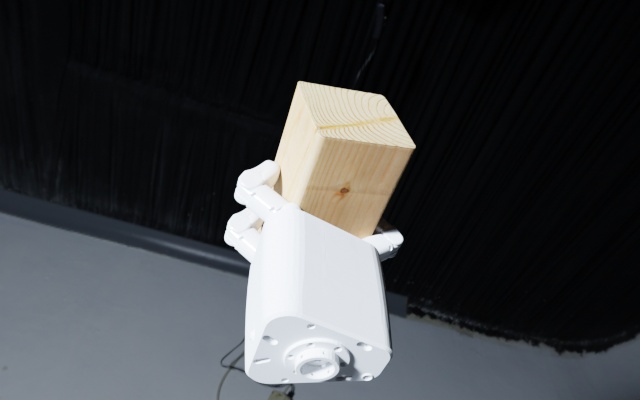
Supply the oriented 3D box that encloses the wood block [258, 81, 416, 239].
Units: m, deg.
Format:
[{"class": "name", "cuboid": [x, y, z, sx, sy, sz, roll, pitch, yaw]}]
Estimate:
[{"class": "wood block", "cuboid": [0.000, 0.002, 0.473, 0.091, 0.206, 0.090, 4, 40, -22]}]
